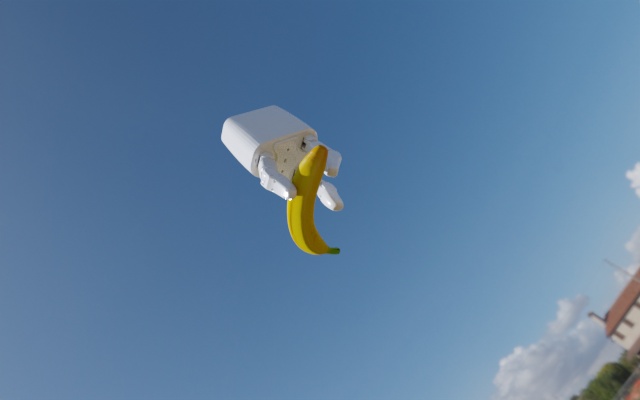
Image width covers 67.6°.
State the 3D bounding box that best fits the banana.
[{"bbox_3d":[-0.015,0.012,0.669,0.069,0.198,0.037,-26,44,-20],"label":"banana"}]
